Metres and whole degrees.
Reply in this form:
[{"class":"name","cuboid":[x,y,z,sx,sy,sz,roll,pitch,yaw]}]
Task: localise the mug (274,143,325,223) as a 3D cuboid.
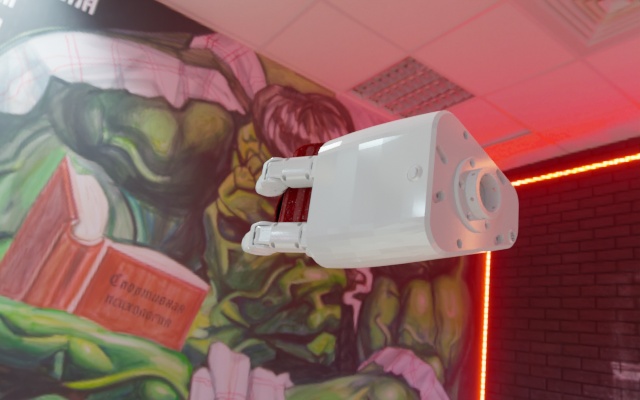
[{"class":"mug","cuboid":[-0.001,0.001,0.440,0.093,0.081,0.117,24,-22,-37]}]
